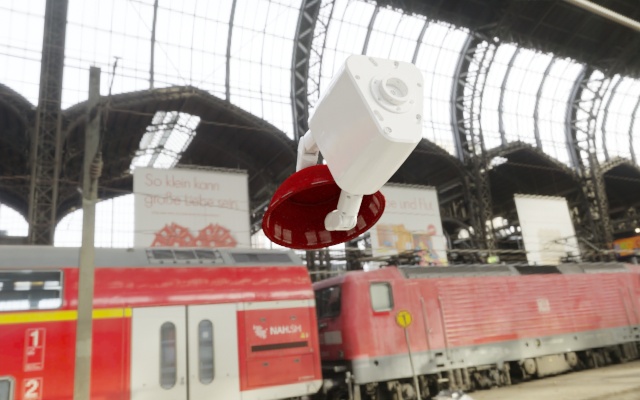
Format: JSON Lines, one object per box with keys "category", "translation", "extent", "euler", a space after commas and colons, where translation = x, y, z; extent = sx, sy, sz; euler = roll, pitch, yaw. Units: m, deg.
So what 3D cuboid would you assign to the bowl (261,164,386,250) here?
{"category": "bowl", "translation": [-0.001, 0.002, 0.625], "extent": [0.162, 0.055, 0.162], "euler": [-10, -33, -6]}
